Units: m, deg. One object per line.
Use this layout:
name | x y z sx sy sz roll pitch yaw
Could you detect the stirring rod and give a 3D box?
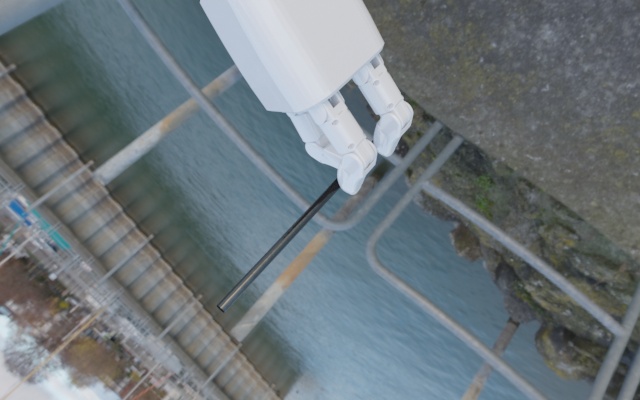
stirring rod | 0.000 0.001 0.404 0.239 0.011 0.011 -47 26 -27
